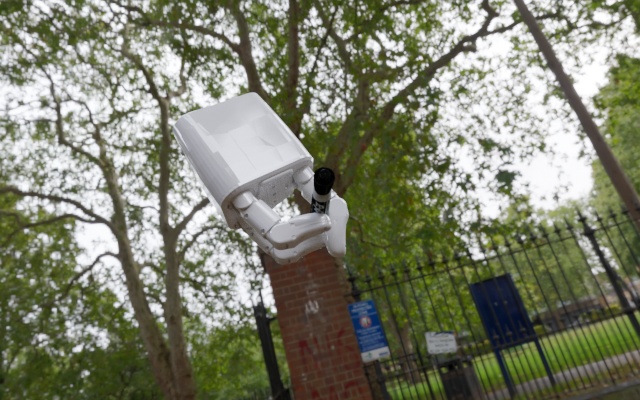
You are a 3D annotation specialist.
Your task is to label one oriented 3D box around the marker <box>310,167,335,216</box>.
[{"bbox_3d":[0.000,0.002,0.456,0.020,0.020,0.121,0,-23,-3],"label":"marker"}]
